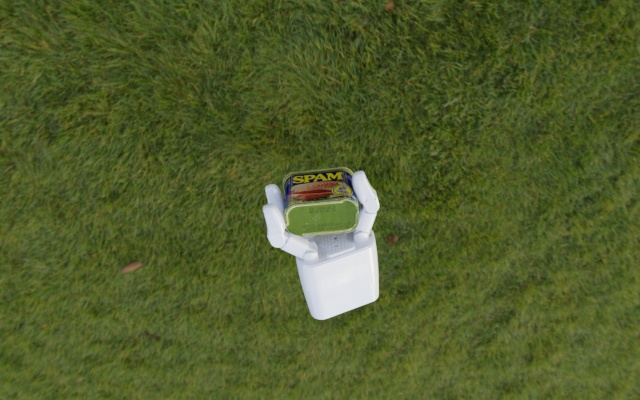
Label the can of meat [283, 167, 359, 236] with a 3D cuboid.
[{"bbox_3d":[0.000,0.002,0.644,0.102,0.057,0.084,-5,32,0],"label":"can of meat"}]
